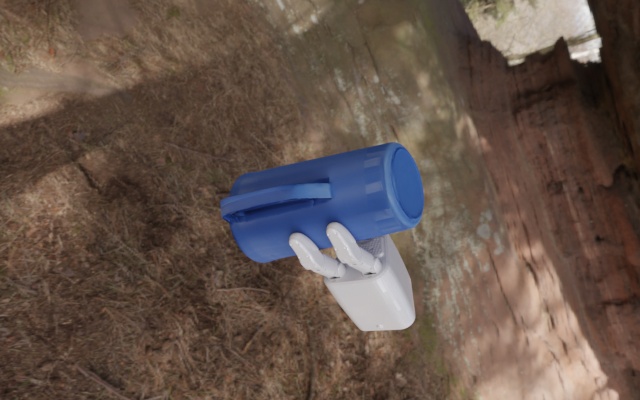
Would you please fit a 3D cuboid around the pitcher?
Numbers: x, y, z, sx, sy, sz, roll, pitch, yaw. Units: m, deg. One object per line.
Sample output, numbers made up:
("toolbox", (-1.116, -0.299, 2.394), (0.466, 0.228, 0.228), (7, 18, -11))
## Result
("pitcher", (0.000, 0.002, 0.626), (0.243, 0.145, 0.149), (-13, 30, 32))
